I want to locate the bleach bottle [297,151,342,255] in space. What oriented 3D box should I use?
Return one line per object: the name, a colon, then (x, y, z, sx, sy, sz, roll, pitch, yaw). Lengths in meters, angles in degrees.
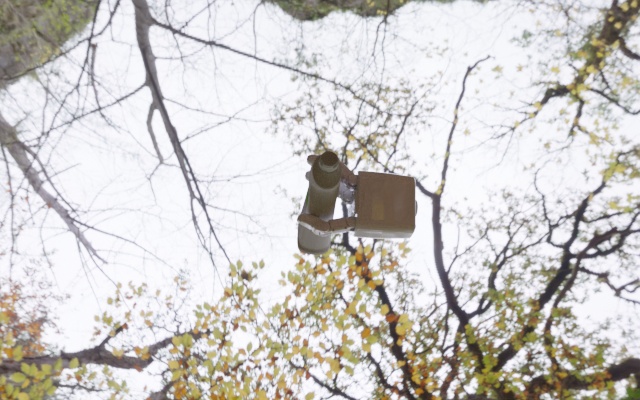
bleach bottle: (0.000, 0.003, 0.861, 0.068, 0.102, 0.251, 4, -30, -5)
